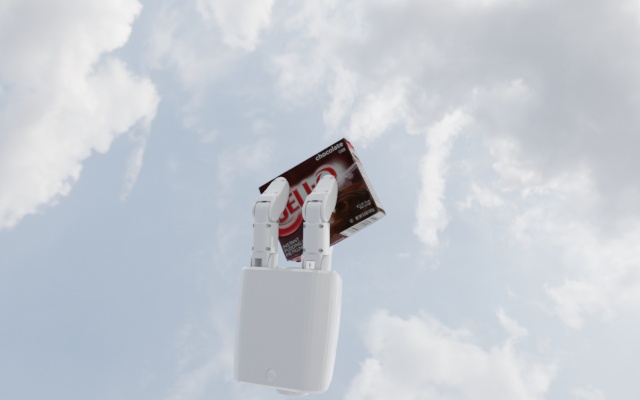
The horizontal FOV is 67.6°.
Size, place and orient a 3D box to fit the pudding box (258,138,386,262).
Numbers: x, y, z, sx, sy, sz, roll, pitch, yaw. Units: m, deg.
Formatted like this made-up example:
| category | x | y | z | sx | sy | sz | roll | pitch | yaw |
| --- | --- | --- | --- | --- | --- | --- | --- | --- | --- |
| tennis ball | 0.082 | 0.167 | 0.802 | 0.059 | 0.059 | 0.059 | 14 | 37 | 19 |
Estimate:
| category | x | y | z | sx | sy | sz | roll | pitch | yaw |
| --- | --- | --- | --- | --- | --- | --- | --- | --- | --- |
| pudding box | 0.000 | 0.002 | 0.505 | 0.113 | 0.090 | 0.039 | -29 | -20 | 13 |
